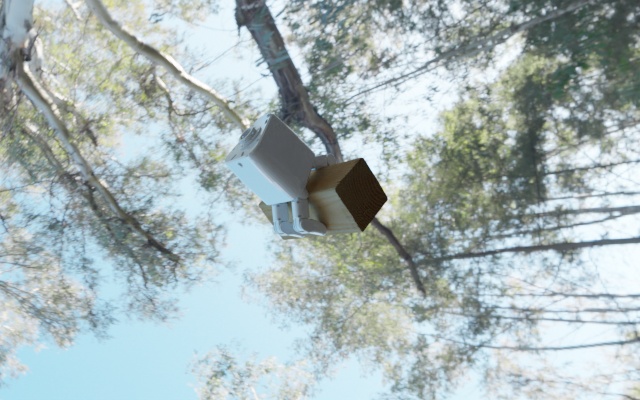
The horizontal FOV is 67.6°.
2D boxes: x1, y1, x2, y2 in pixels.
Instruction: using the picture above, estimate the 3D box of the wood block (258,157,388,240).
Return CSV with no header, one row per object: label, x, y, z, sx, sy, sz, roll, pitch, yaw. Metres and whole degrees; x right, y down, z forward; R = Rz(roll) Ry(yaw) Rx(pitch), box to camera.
wood block,0.000,0.002,0.829,0.206,0.090,0.090,-10,31,48
